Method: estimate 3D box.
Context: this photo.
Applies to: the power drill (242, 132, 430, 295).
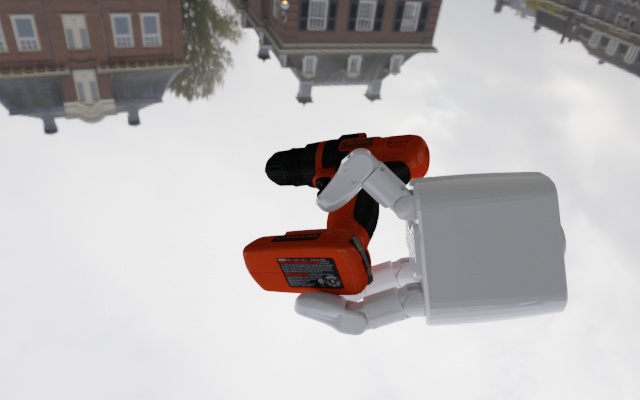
[{"bbox_3d":[0.000,0.002,0.455,0.184,0.057,0.187,-4,38,27],"label":"power drill"}]
